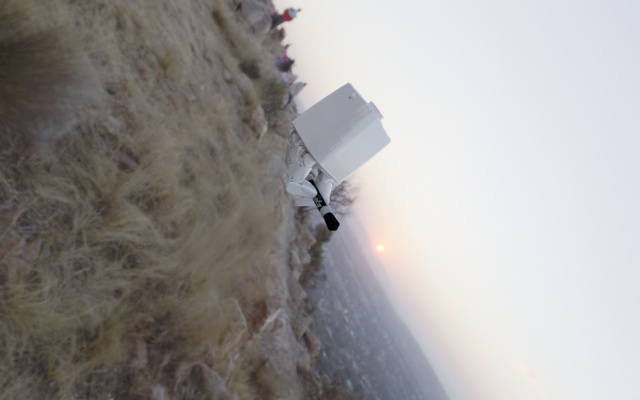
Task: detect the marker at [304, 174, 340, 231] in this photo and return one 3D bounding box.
[{"bbox_3d":[0.000,0.002,0.722,0.020,0.020,0.121,0,39,-27],"label":"marker"}]
